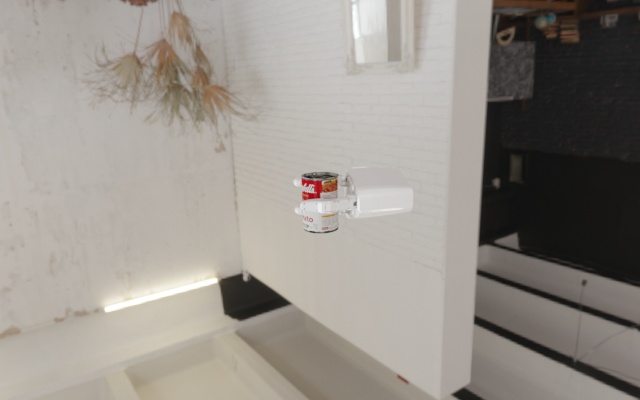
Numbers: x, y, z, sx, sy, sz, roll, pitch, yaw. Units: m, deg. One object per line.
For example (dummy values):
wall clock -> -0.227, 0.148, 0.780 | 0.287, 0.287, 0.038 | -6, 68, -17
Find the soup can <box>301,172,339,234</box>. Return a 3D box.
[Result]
soup can -> 0.000, 0.003, 0.880 | 0.068, 0.102, 0.068 | -1, 14, 0
